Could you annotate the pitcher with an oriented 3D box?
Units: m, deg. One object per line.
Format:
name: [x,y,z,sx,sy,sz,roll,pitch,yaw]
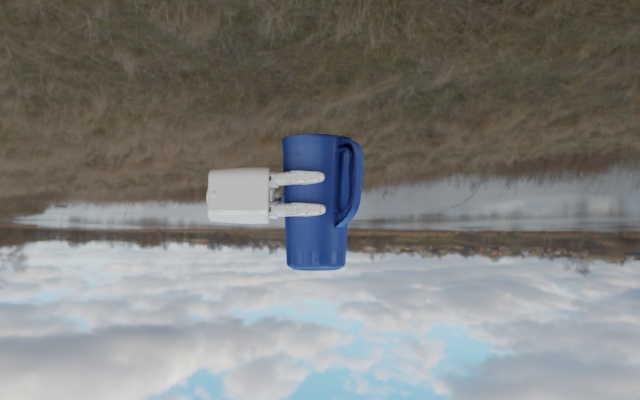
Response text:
pitcher: [0.000,0.003,0.868,0.145,0.243,0.149,0,-3,0]
